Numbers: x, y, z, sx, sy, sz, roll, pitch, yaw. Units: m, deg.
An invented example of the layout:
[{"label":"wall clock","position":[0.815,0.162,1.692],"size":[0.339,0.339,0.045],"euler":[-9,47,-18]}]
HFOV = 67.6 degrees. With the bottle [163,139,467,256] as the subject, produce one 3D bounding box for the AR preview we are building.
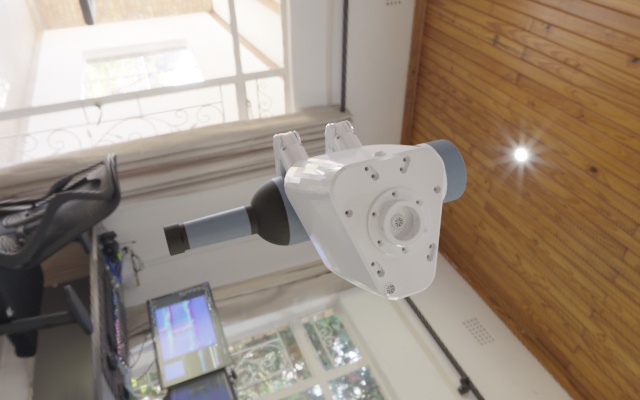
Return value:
[{"label":"bottle","position":[0.000,0.001,0.466],"size":[0.295,0.069,0.069],"euler":[-14,4,-18]}]
